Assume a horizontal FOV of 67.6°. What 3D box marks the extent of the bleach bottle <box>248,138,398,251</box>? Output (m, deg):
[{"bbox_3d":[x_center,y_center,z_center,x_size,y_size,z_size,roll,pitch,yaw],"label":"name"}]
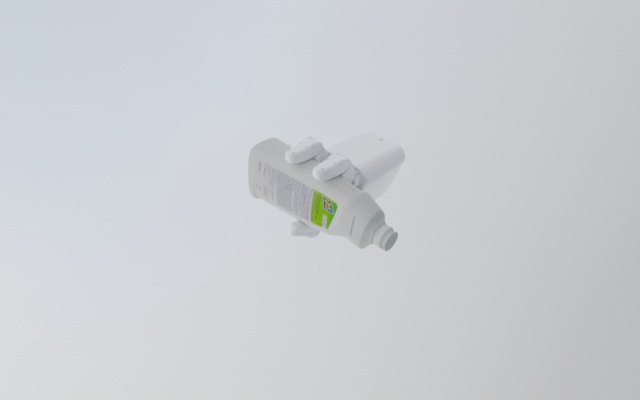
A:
[{"bbox_3d":[0.000,0.002,0.680,0.250,0.103,0.068,32,46,32],"label":"bleach bottle"}]
